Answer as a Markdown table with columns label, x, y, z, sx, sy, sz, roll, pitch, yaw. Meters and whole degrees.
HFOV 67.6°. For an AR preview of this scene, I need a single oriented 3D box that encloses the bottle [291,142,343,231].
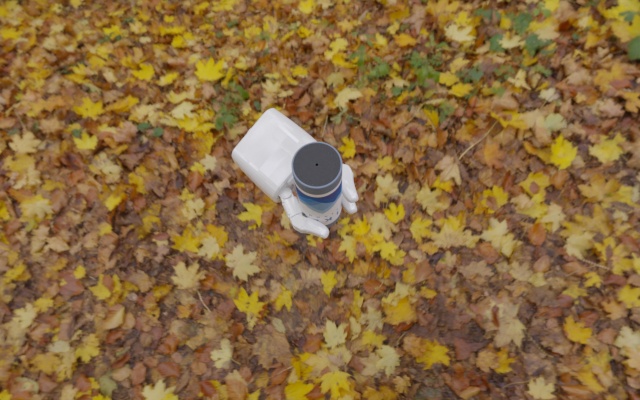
| label | x | y | z | sx | sy | sz | roll | pitch | yaw |
| --- | --- | --- | --- | --- | --- | --- | --- | --- | --- |
| bottle | 0.000 | 0.002 | 0.754 | 0.069 | 0.069 | 0.296 | 0 | -19 | 2 |
